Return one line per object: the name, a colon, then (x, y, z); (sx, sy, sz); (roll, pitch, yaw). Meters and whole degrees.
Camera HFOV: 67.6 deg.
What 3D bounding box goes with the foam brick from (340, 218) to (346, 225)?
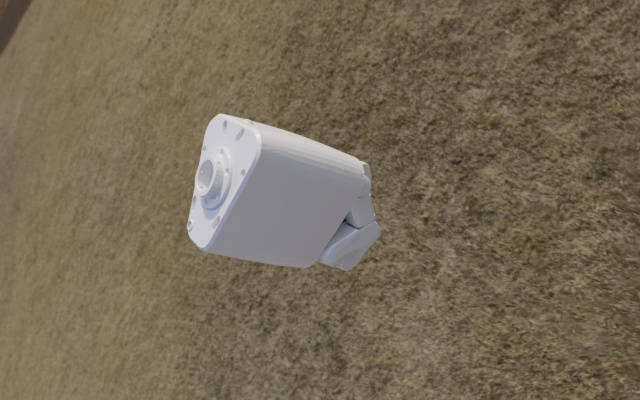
foam brick: (0.000, 0.002, 0.477); (0.051, 0.053, 0.078); (13, 11, -40)
